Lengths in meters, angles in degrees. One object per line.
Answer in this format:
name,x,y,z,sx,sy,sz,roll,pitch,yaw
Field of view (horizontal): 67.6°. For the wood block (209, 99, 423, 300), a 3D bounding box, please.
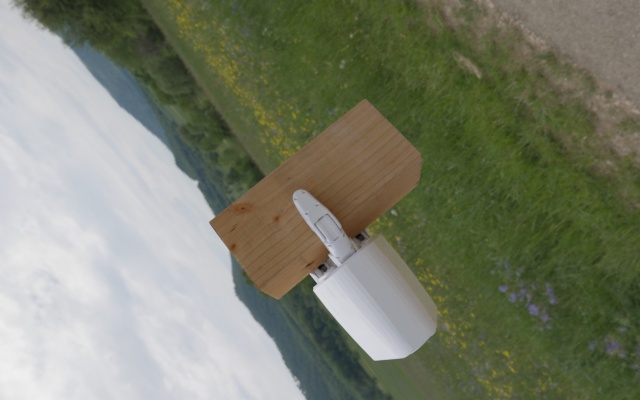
wood block,0.000,0.002,0.513,0.206,0.090,0.091,-39,-19,-5
